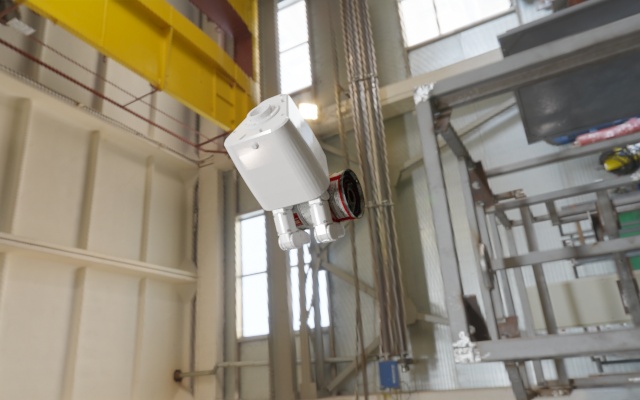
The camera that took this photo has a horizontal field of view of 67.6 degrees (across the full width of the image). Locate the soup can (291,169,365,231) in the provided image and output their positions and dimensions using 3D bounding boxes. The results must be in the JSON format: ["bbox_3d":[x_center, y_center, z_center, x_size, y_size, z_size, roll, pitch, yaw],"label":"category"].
[{"bbox_3d":[0.000,0.003,0.650,0.102,0.068,0.068,-14,-6,25],"label":"soup can"}]
